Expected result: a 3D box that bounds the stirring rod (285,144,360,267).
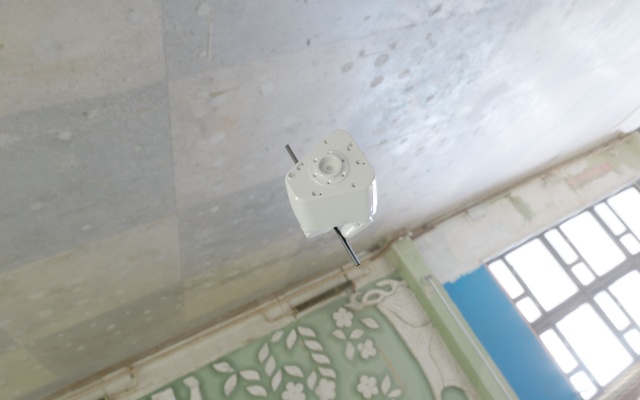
[{"bbox_3d":[0.000,0.002,0.771,0.011,0.239,0.011,-26,-22,-12],"label":"stirring rod"}]
